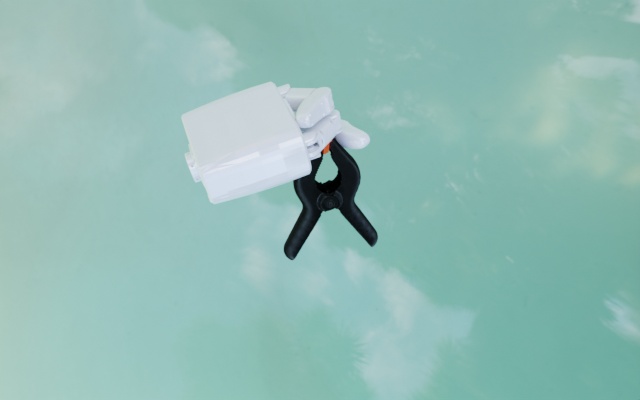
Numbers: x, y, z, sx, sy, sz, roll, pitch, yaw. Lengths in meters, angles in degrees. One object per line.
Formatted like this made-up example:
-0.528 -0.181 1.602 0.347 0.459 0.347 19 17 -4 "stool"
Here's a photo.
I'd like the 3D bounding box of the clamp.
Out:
0.000 0.002 0.570 0.120 0.172 0.039 -19 31 -7 "clamp"
